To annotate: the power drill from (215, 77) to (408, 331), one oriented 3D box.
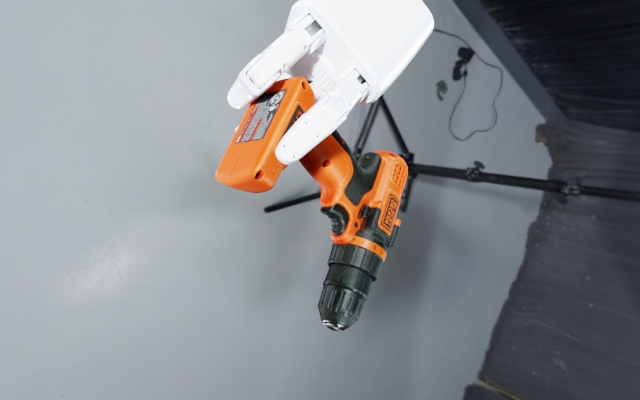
[{"bbox_3d":[0.000,0.001,0.419,0.057,0.184,0.188,-2,-32,41],"label":"power drill"}]
